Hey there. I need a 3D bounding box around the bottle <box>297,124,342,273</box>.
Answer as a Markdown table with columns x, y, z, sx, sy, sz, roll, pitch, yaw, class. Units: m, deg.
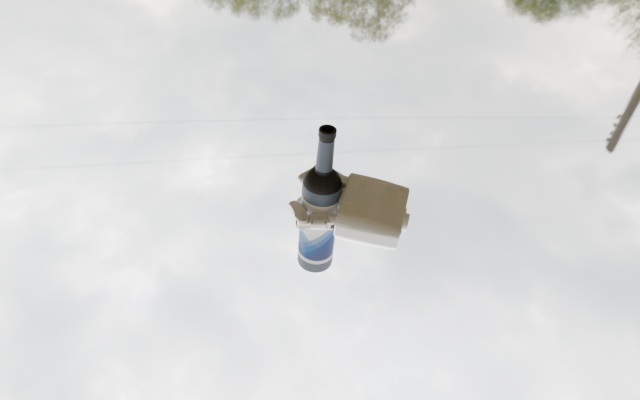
| x | y | z | sx | sy | sz | roll | pitch | yaw | class |
| --- | --- | --- | --- | --- | --- | --- | --- | --- | --- |
| 0.000 | 0.003 | 0.815 | 0.069 | 0.296 | 0.069 | 3 | 41 | -3 | bottle |
